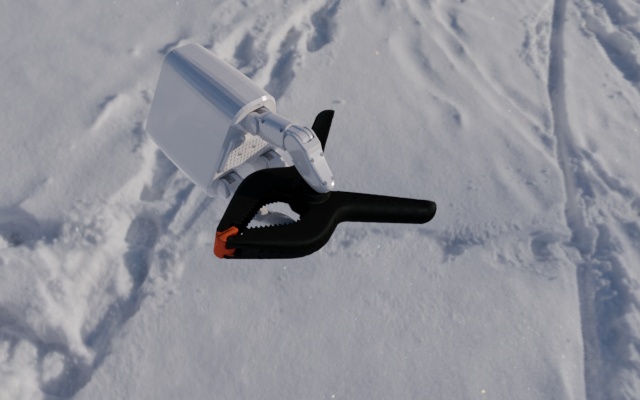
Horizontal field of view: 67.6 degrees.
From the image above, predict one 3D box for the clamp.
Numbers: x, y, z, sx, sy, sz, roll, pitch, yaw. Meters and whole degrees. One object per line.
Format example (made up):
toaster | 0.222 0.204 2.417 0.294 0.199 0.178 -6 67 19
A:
clamp | 0.000 0.001 0.437 0.164 0.036 0.210 40 51 18
